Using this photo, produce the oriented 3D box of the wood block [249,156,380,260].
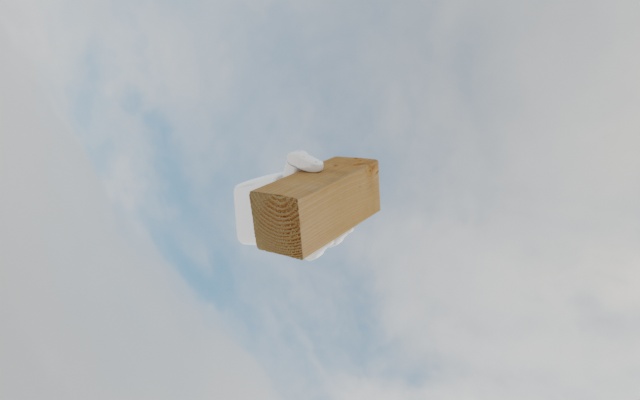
[{"bbox_3d":[0.000,0.002,0.725,0.090,0.091,0.206,9,23,36],"label":"wood block"}]
